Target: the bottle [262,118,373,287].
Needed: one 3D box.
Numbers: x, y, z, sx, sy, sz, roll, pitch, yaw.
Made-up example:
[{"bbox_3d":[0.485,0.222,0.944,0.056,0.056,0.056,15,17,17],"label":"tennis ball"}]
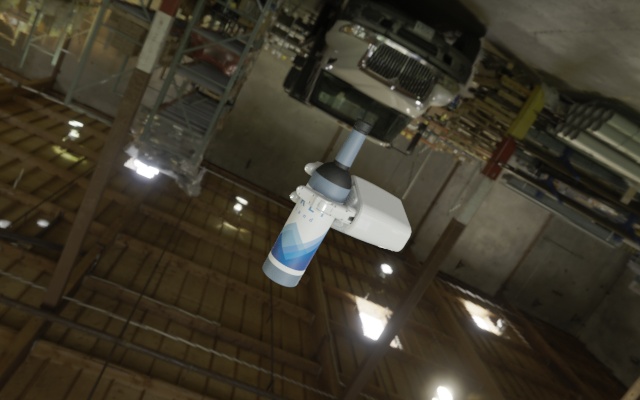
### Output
[{"bbox_3d":[0.000,0.003,0.780,0.069,0.296,0.069,27,14,-7],"label":"bottle"}]
